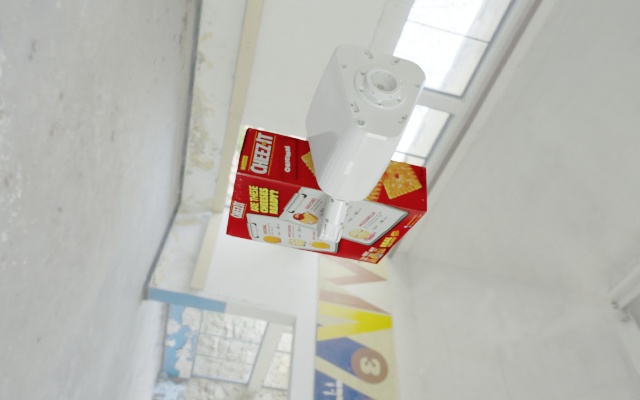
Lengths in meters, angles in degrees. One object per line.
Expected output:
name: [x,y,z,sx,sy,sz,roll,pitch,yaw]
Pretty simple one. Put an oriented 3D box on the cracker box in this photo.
cracker box: [0.000,0.002,0.591,0.214,0.072,0.164,12,-31,-9]
